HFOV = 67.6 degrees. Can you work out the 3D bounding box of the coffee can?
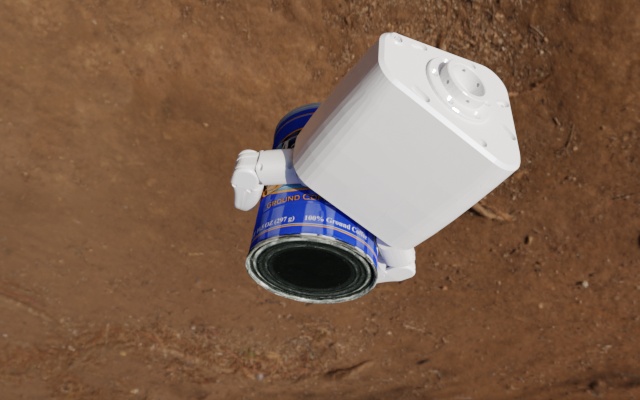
[{"bbox_3d":[0.000,0.001,0.408,0.103,0.140,0.103,5,-37,4],"label":"coffee can"}]
